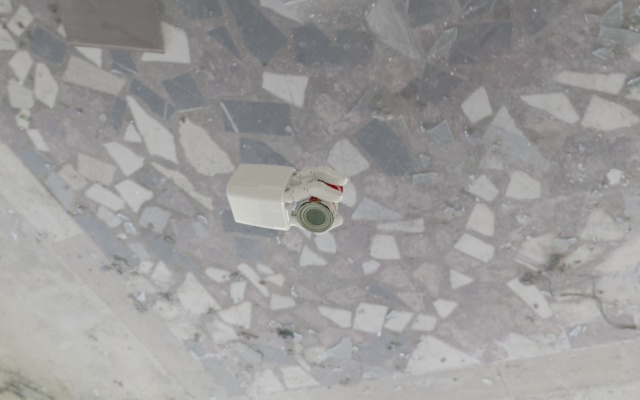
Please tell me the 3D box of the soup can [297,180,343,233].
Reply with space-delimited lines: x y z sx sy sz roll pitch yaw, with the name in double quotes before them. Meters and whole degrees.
"soup can" 0.001 0.003 0.870 0.068 0.068 0.102 0 33 14
